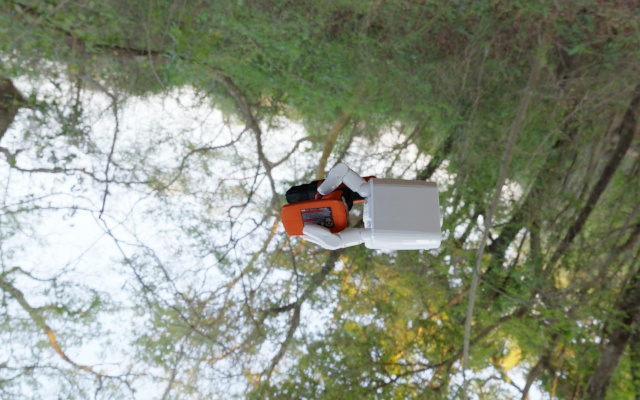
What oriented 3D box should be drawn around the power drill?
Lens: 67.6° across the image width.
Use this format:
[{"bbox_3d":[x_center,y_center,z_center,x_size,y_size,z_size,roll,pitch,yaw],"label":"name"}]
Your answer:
[{"bbox_3d":[0.000,0.003,0.822,0.184,0.057,0.187,-8,15,20],"label":"power drill"}]
